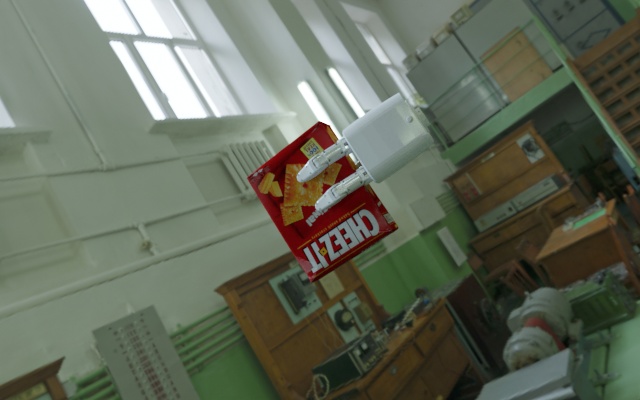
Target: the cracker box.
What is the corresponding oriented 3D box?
[{"bbox_3d":[0.000,0.002,0.795,0.164,0.213,0.072,-35,-9,16],"label":"cracker box"}]
